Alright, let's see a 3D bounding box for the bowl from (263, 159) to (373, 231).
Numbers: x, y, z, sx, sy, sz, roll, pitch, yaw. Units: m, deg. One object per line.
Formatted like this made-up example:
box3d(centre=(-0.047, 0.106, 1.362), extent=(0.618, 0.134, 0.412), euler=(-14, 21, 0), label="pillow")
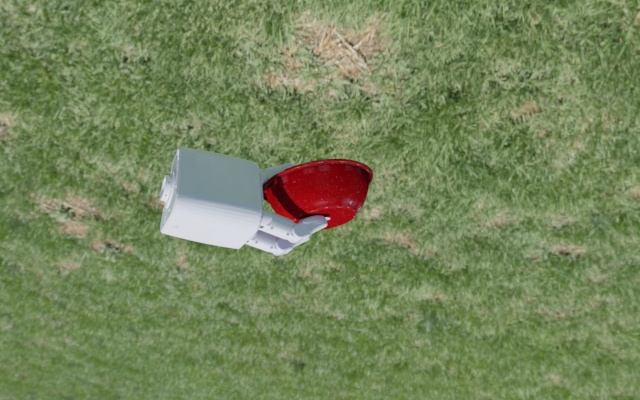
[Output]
box3d(centre=(0.001, 0.003, 0.671), extent=(0.162, 0.055, 0.162), euler=(-9, -21, -4), label="bowl")
